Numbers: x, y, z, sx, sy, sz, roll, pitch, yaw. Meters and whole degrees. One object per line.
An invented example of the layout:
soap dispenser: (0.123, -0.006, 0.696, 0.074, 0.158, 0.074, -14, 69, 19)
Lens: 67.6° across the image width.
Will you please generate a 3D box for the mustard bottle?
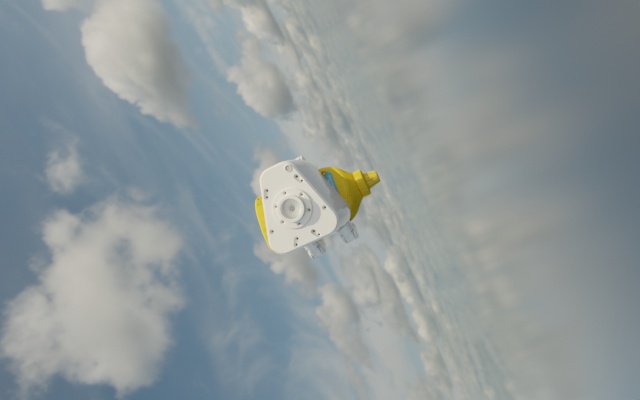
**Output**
mustard bottle: (0.000, 0.003, 0.726, 0.191, 0.096, 0.058, -25, -25, 10)
